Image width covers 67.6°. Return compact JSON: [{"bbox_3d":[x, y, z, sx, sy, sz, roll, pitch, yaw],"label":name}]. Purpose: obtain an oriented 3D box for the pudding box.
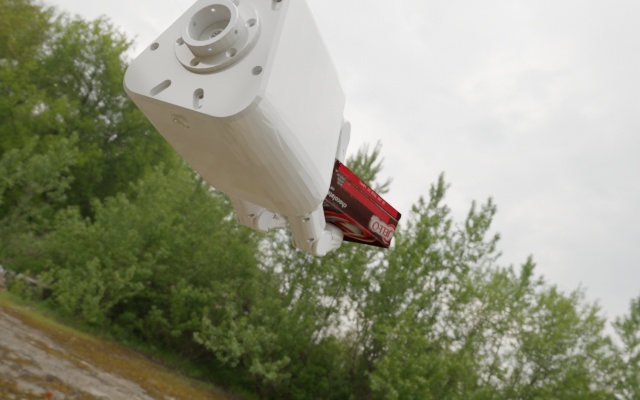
[{"bbox_3d":[0.000,0.001,0.415,0.090,0.039,0.113,38,-18,-34],"label":"pudding box"}]
